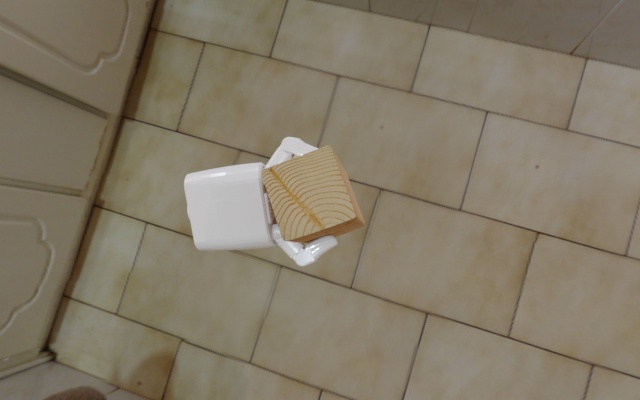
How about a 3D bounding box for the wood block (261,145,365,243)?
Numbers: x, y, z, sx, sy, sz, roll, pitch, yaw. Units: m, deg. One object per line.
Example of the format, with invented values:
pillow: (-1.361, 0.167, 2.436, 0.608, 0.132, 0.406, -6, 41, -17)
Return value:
wood block: (0.000, 0.003, 0.642, 0.090, 0.091, 0.206, -20, -8, 6)
